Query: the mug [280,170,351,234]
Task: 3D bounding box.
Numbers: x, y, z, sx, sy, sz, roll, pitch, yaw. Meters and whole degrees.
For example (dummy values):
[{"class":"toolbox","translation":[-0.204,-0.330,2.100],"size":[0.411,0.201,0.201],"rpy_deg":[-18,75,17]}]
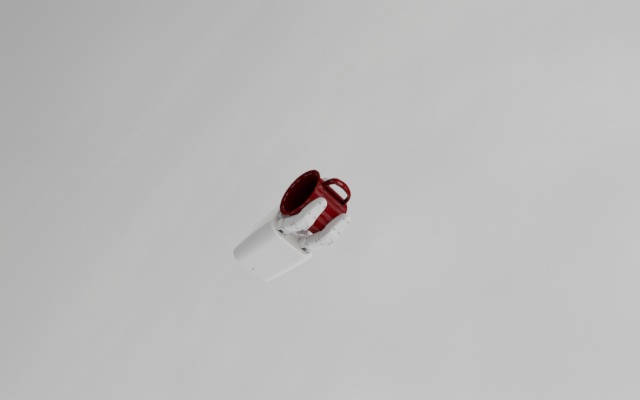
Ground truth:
[{"class":"mug","translation":[0.001,0.002,0.807],"size":[0.117,0.093,0.081],"rpy_deg":[-33,-59,28]}]
